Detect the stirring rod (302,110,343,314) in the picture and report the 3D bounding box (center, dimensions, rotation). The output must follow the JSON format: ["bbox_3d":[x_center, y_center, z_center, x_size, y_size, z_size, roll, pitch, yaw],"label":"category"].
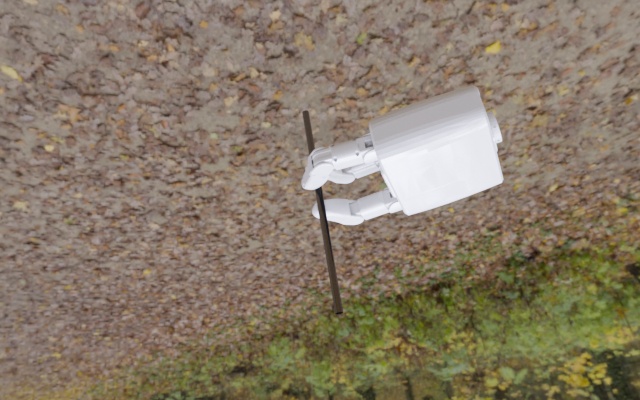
[{"bbox_3d":[0.000,0.002,0.508,0.011,0.239,0.011,-8,-27,-4],"label":"stirring rod"}]
